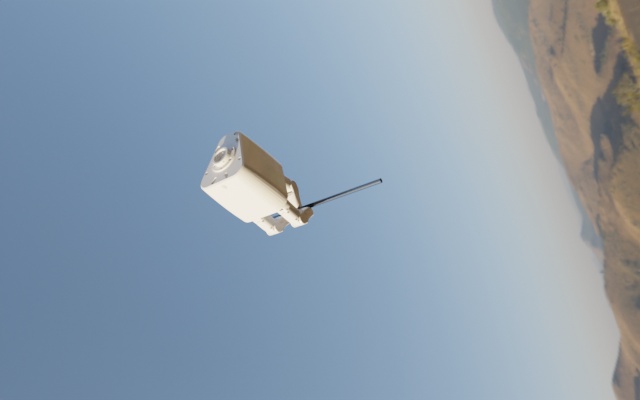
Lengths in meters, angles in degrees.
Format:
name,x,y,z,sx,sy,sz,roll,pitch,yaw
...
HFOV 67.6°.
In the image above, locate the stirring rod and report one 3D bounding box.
name,x,y,z,sx,sy,sz,roll,pitch,yaw
stirring rod,0.000,0.003,0.836,0.239,0.011,0.011,-20,-10,29
